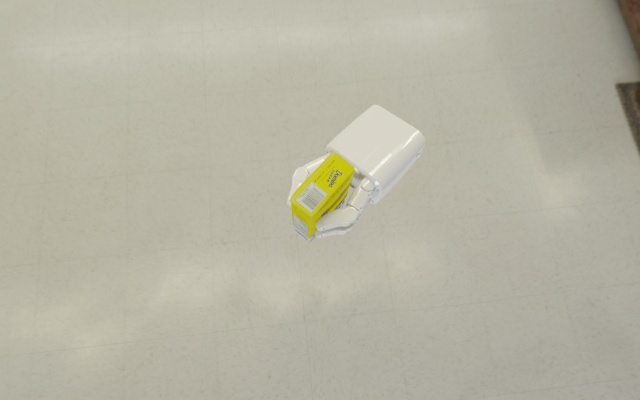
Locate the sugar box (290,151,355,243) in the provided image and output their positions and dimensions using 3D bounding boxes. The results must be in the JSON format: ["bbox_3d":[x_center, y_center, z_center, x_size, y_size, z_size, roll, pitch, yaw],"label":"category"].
[{"bbox_3d":[0.001,0.003,0.710,0.048,0.093,0.176,40,-13,11],"label":"sugar box"}]
